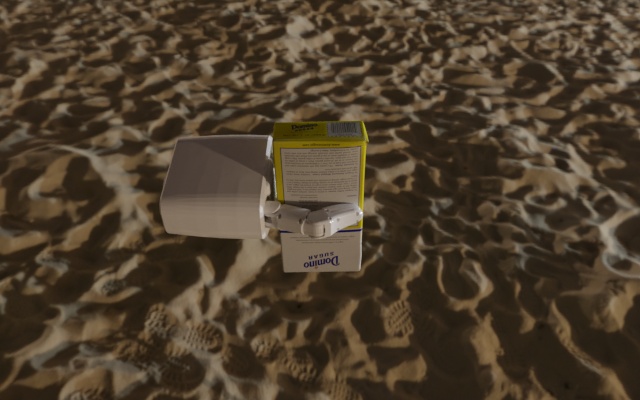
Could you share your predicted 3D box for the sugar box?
[{"bbox_3d":[0.000,0.001,0.518,0.093,0.176,0.048,0,39,-1],"label":"sugar box"}]
